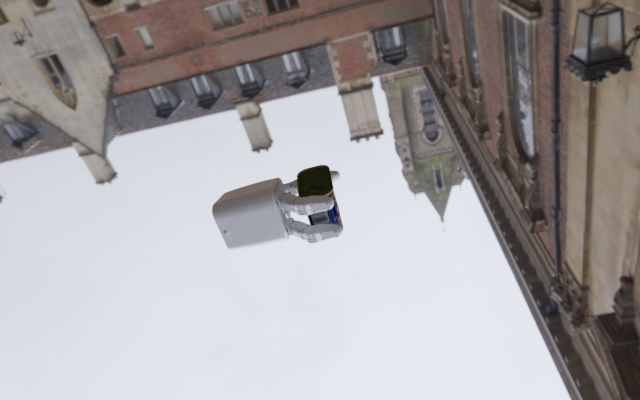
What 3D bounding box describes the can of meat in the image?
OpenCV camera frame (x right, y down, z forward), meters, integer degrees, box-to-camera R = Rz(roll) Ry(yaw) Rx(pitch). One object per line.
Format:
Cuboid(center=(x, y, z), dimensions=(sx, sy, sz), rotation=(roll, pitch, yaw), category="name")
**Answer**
Cuboid(center=(0.000, 0.003, 0.794), dimensions=(0.057, 0.084, 0.102), rotation=(-15, 31, 3), category="can of meat")
